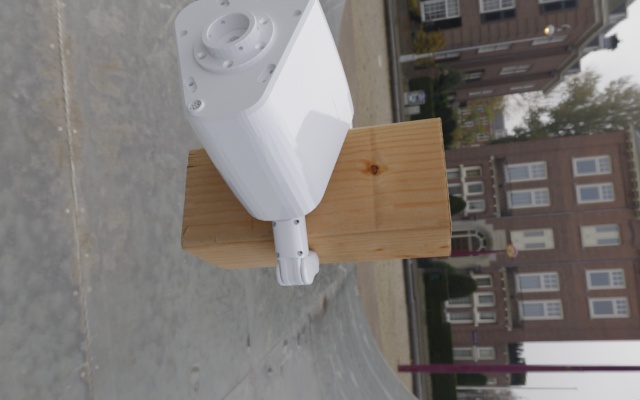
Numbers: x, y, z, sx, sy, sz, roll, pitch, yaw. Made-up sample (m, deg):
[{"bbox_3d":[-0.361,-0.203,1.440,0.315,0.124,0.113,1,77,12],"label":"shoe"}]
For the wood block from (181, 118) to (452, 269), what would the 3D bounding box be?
[{"bbox_3d":[0.000,0.001,0.403,0.206,0.090,0.090,-5,-20,13],"label":"wood block"}]
